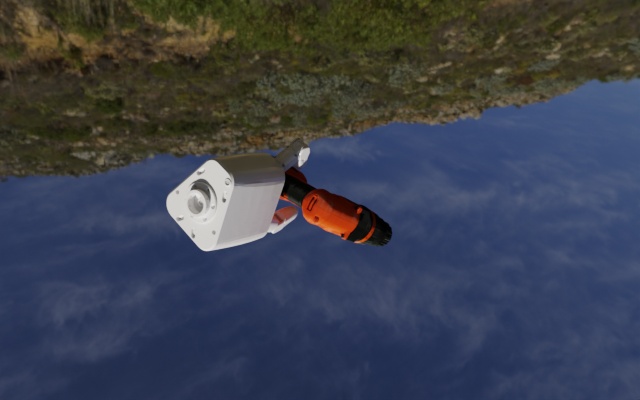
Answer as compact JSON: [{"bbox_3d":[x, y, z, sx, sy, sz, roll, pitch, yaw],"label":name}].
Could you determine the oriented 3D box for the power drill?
[{"bbox_3d":[0.000,0.002,0.695,0.187,0.057,0.184,28,0,40],"label":"power drill"}]
